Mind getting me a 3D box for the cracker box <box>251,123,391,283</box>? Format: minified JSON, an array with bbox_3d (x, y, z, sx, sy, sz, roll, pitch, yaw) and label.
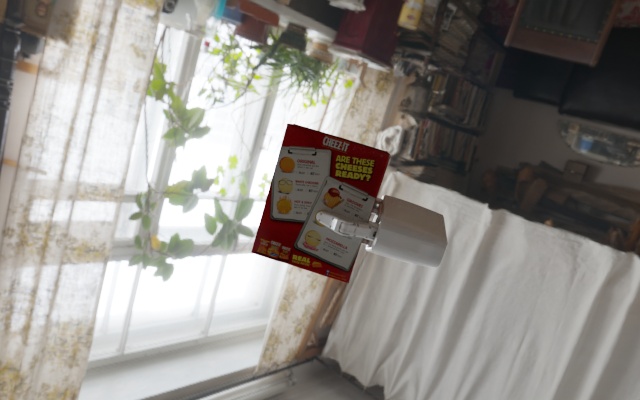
[{"bbox_3d":[0.000,0.003,0.758,0.164,0.214,0.072,17,11,1],"label":"cracker box"}]
